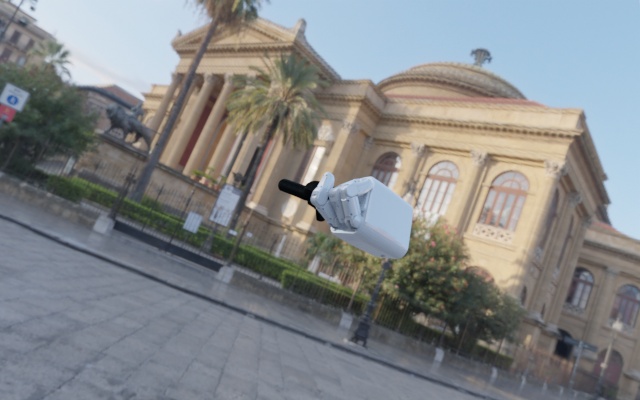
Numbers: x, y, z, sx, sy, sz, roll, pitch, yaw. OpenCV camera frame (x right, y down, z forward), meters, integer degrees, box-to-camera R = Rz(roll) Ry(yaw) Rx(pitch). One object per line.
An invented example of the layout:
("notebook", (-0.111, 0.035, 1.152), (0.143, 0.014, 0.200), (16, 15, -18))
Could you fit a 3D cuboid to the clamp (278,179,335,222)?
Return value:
("clamp", (0.000, 0.002, 0.885), (0.120, 0.039, 0.171), (37, -14, -28))
